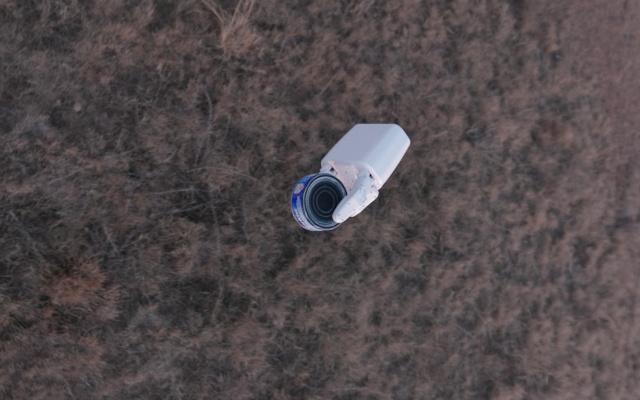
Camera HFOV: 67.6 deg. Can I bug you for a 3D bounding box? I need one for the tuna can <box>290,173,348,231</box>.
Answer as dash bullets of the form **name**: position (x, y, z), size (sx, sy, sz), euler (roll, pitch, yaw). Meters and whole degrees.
- **tuna can**: position (0.000, 0.002, 0.709), size (0.086, 0.086, 0.034), euler (0, -2, -35)
